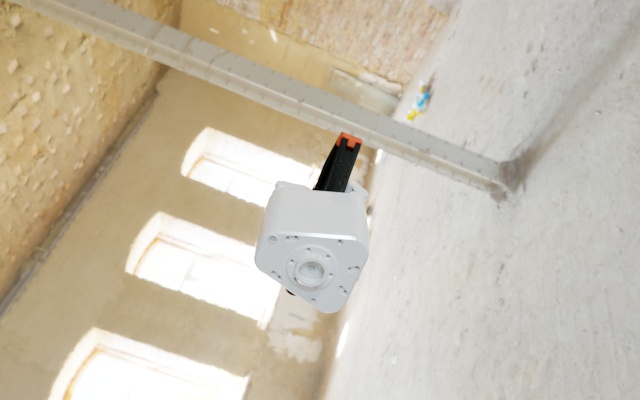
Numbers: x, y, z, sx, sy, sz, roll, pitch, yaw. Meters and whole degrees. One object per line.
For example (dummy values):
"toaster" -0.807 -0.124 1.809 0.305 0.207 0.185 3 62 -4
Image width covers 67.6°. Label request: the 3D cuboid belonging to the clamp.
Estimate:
"clamp" 0.000 0.001 0.642 0.036 0.210 0.164 19 21 -10
